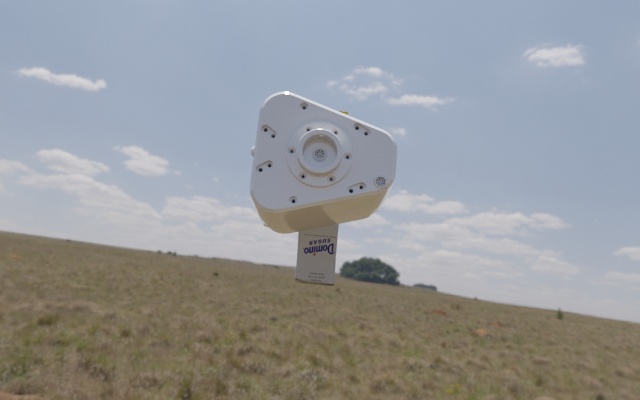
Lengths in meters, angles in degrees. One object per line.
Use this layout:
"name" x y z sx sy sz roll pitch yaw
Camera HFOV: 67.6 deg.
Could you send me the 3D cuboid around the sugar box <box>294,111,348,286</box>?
"sugar box" 0.000 0.001 0.513 0.048 0.176 0.093 7 -10 0
